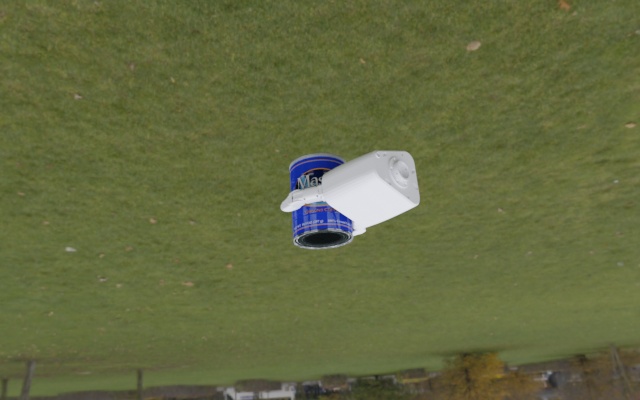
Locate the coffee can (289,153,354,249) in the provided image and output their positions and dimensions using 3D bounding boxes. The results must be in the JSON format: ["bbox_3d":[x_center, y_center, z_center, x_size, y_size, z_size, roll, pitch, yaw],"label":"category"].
[{"bbox_3d":[0.000,0.003,0.828,0.103,0.140,0.103,-4,-22,-1],"label":"coffee can"}]
